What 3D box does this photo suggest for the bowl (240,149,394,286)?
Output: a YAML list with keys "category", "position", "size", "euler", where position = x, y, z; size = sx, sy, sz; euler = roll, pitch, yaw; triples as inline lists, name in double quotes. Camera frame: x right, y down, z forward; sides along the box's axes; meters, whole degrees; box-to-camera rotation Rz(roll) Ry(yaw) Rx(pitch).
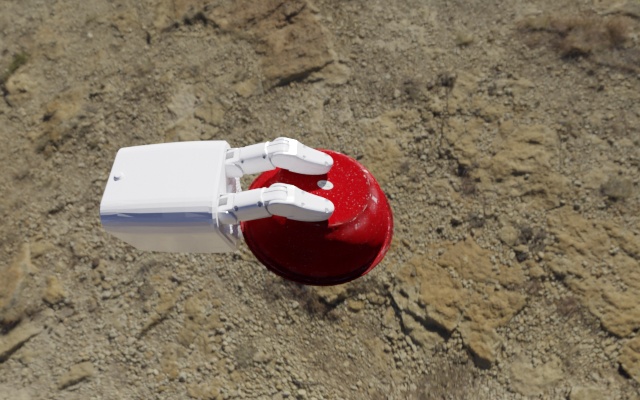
- category: "bowl"
  position: [0.001, 0.001, 0.479]
  size: [0.162, 0.162, 0.055]
  euler: [0, -35, -8]
